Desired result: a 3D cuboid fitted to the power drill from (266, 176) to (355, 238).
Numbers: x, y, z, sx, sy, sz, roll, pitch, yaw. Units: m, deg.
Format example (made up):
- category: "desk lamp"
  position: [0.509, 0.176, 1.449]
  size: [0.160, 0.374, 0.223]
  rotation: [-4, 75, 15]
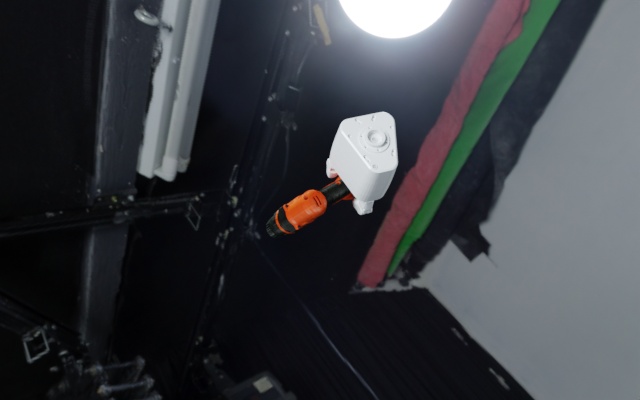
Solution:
- category: "power drill"
  position: [0.001, 0.003, 0.884]
  size: [0.187, 0.057, 0.184]
  rotation: [-31, 1, -34]
